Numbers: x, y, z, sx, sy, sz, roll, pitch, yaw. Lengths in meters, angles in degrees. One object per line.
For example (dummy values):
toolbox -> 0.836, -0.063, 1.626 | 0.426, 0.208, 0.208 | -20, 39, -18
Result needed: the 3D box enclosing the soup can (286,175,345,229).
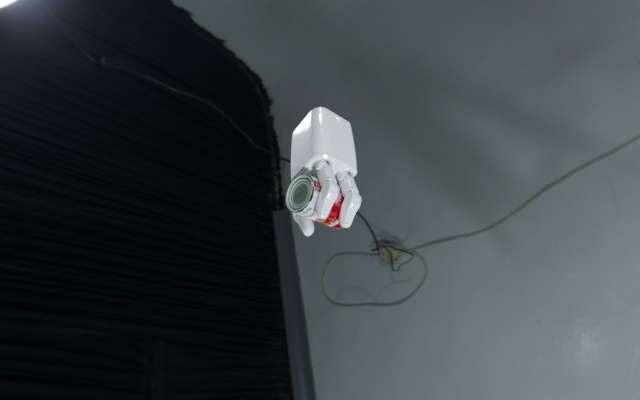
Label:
soup can -> 0.000, 0.003, 0.812 | 0.102, 0.068, 0.068 | 23, -15, -41
